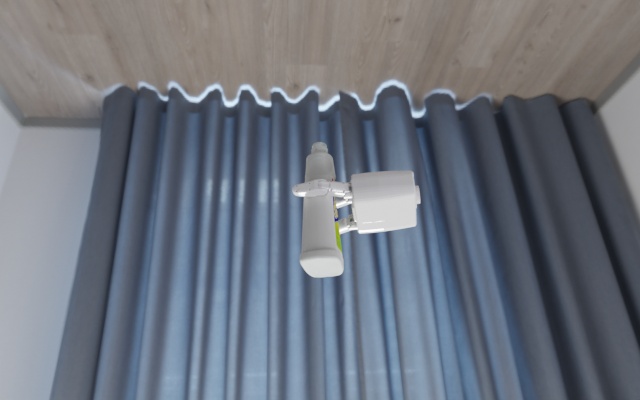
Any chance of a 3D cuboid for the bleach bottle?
[{"bbox_3d":[0.000,0.003,0.851,0.068,0.250,0.103,-6,-28,8],"label":"bleach bottle"}]
